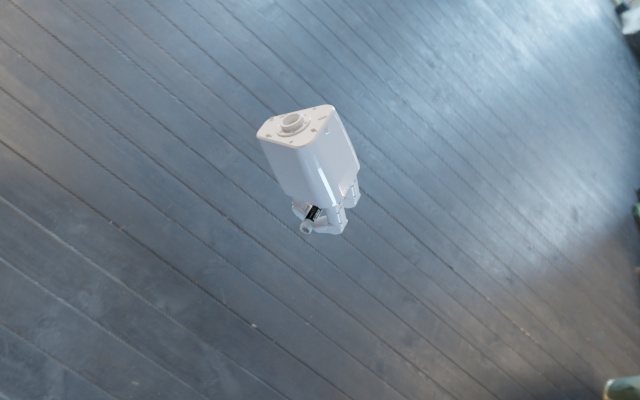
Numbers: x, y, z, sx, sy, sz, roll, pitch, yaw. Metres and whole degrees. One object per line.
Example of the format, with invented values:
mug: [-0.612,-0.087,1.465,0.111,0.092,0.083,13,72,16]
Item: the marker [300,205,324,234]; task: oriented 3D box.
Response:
marker: [0.000,0.003,0.757,0.020,0.121,0.020,18,-37,15]
